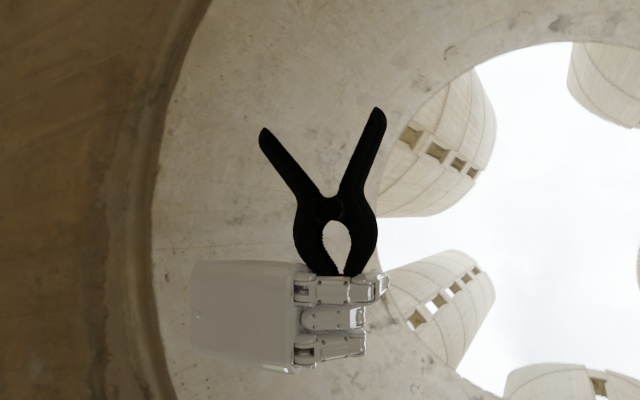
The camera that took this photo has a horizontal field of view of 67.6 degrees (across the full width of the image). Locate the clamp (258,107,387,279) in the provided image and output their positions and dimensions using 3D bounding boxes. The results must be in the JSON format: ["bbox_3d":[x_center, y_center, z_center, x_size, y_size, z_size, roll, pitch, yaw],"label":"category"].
[{"bbox_3d":[0.000,0.002,0.440,0.120,0.171,0.039,1,-1,20],"label":"clamp"}]
